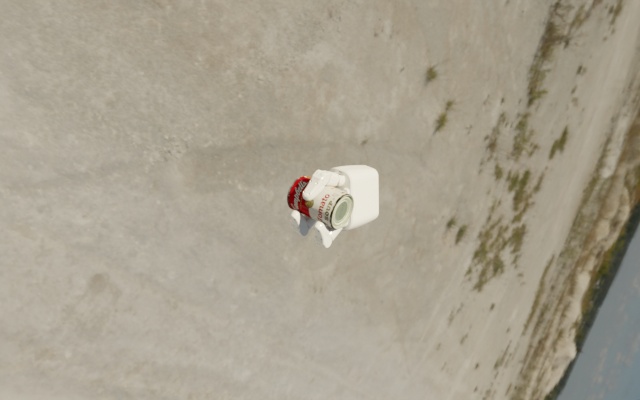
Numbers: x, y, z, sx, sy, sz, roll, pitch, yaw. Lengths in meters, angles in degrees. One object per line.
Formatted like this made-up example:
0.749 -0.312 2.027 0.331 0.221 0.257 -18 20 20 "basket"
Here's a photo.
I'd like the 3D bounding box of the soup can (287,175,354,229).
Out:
0.000 0.003 0.850 0.102 0.068 0.068 24 13 32 "soup can"
